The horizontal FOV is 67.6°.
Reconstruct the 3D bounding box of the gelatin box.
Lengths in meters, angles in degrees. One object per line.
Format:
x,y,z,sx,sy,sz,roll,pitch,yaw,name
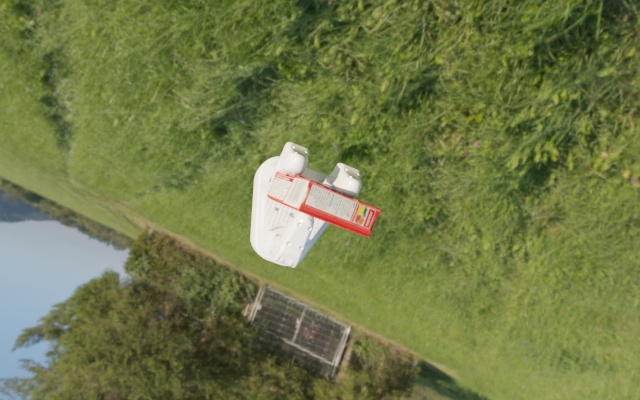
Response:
0.000,0.002,0.435,0.073,0.030,0.089,23,-1,-25,gelatin box
